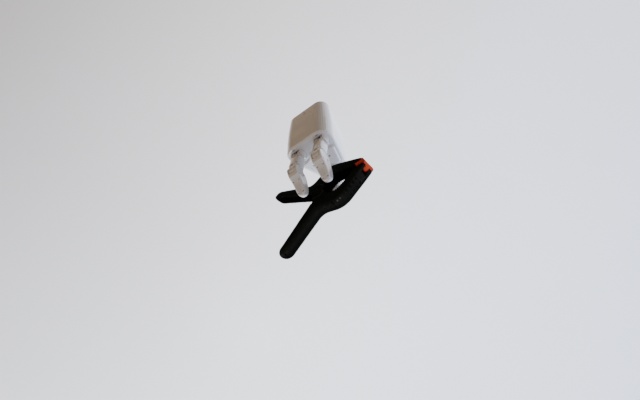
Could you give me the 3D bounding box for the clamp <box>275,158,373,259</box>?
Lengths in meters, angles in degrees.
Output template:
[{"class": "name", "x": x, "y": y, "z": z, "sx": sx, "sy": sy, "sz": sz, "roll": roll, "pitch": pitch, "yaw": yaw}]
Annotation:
[{"class": "clamp", "x": 0.001, "y": 0.003, "z": 0.827, "sx": 0.210, "sy": 0.164, "sz": 0.036, "roll": -31, "pitch": -51, "yaw": 25}]
